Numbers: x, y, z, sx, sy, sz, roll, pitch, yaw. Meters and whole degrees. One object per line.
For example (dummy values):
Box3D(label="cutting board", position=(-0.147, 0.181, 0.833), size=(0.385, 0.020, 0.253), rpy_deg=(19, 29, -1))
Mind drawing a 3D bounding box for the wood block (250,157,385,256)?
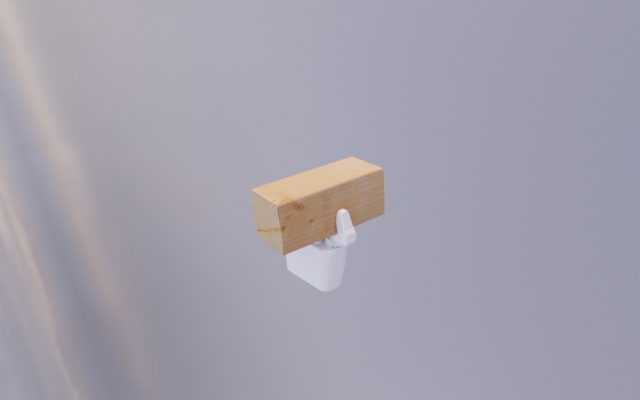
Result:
Box3D(label="wood block", position=(0.000, 0.003, 0.802), size=(0.206, 0.090, 0.090), rpy_deg=(-20, 29, -29))
